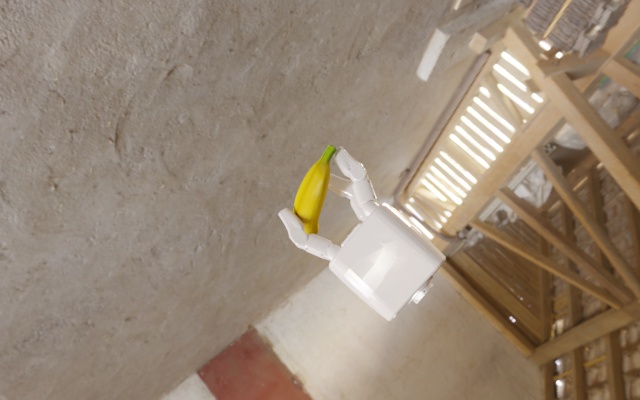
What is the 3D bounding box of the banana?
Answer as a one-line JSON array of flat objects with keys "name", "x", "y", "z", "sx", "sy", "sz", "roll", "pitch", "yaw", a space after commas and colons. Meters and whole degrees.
[{"name": "banana", "x": -0.011, "y": 0.010, "z": 0.682, "sx": 0.069, "sy": 0.037, "sz": 0.198, "roll": -40, "pitch": -20, "yaw": -33}]
